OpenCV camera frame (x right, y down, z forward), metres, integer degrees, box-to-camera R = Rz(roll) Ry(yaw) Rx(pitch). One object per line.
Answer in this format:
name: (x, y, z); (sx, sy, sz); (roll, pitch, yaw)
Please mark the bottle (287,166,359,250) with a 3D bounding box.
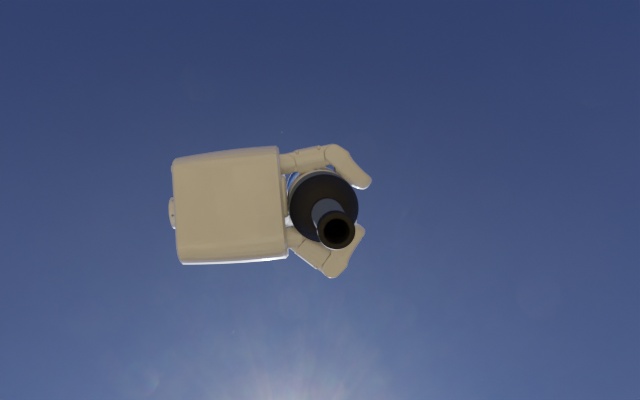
bottle: (0.000, 0.002, 0.488); (0.069, 0.069, 0.295); (0, 8, -5)
